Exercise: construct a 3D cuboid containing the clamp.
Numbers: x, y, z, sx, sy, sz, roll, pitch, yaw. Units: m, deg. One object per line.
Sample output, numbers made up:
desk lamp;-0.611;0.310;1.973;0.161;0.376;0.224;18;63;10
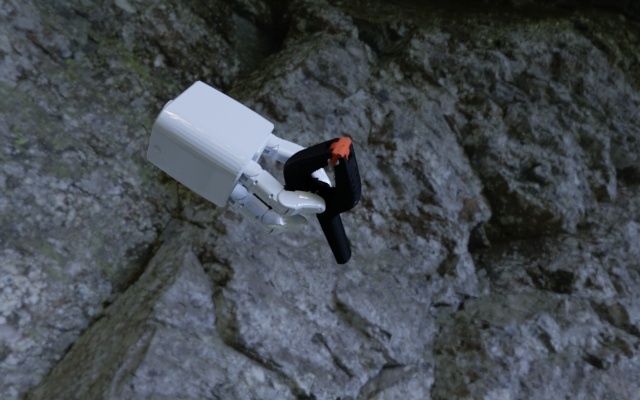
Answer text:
clamp;0.000;0.001;0.578;0.164;0.036;0.210;32;-36;-7
